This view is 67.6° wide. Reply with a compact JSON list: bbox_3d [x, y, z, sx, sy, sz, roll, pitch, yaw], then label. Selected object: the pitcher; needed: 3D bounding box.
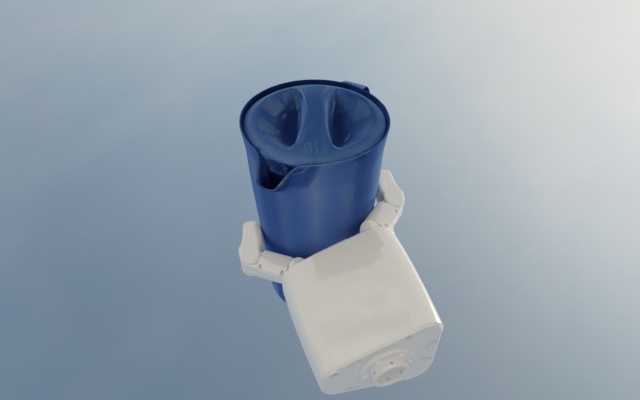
[{"bbox_3d":[0.000,0.002,0.507,0.149,0.243,0.145,-13,46,-13],"label":"pitcher"}]
